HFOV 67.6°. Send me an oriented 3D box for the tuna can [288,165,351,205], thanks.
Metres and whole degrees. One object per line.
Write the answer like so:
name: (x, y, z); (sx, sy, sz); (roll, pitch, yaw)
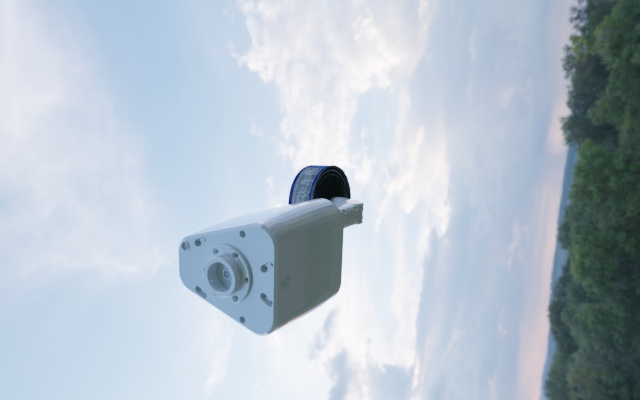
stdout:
tuna can: (0.000, 0.002, 0.548); (0.034, 0.086, 0.086); (5, 3, 32)
